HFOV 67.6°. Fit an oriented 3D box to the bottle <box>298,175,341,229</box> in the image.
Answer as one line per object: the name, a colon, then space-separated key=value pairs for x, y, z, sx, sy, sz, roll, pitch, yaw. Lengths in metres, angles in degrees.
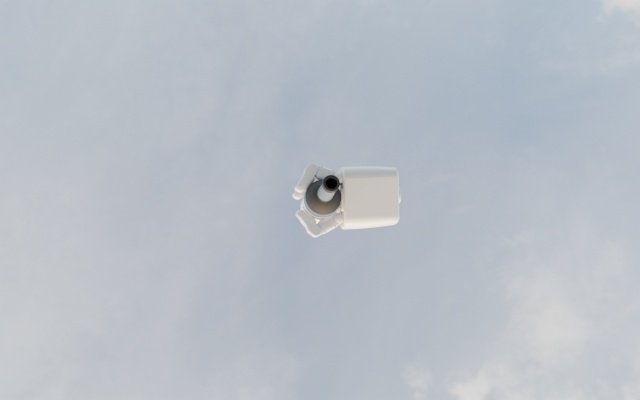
bottle: x=0.000 y=0.003 z=0.898 sx=0.069 sy=0.069 sz=0.296 roll=0 pitch=-12 yaw=-7
